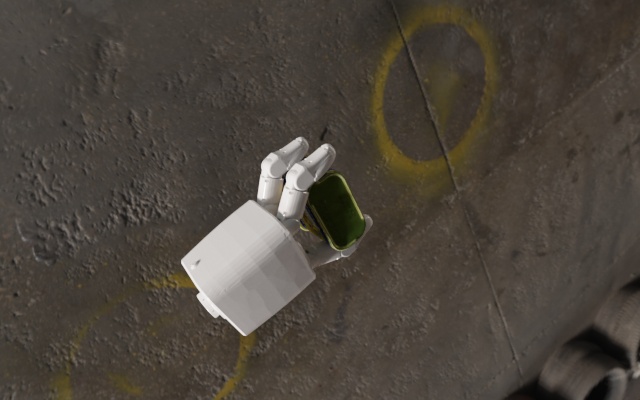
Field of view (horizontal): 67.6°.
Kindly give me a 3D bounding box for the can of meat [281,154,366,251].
[{"bbox_3d":[0.000,0.002,0.560,0.057,0.102,0.084,-38,31,-14],"label":"can of meat"}]
